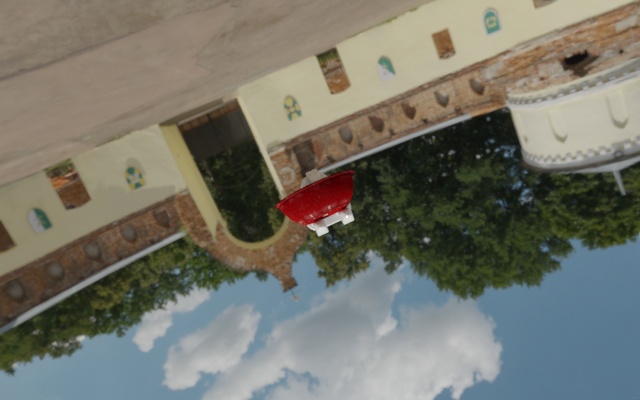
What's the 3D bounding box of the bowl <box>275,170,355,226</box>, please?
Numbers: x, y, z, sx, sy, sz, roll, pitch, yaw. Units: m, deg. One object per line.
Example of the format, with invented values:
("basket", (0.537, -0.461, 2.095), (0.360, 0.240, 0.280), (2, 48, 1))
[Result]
("bowl", (0.000, 0.003, 0.883), (0.162, 0.055, 0.162), (-24, -7, -3))
